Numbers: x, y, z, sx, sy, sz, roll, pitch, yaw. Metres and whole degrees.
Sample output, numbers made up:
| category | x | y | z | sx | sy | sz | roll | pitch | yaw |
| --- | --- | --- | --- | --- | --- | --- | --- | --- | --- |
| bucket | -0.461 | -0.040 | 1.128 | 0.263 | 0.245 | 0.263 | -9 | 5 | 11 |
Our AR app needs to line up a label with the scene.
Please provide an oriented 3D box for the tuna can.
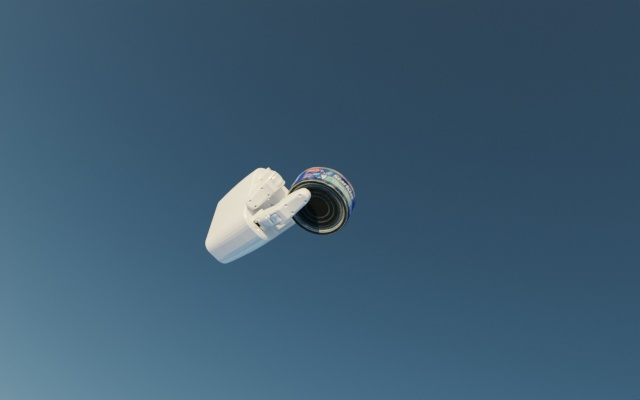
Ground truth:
| category | x | y | z | sx | sy | sz | roll | pitch | yaw |
| --- | --- | --- | --- | --- | --- | --- | --- | --- | --- |
| tuna can | 0.000 | 0.002 | 0.616 | 0.086 | 0.086 | 0.033 | 0 | 30 | 21 |
